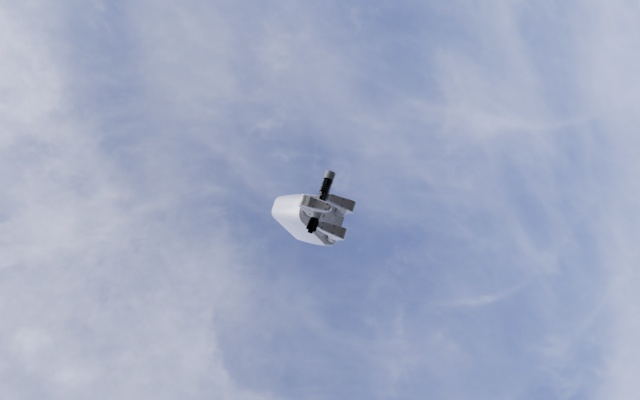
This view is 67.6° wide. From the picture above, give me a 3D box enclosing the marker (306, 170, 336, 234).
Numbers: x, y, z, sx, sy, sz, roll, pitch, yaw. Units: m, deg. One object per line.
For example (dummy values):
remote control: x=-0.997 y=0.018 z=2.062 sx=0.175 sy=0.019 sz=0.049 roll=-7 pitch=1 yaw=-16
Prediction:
marker: x=0.000 y=0.003 z=0.873 sx=0.020 sy=0.121 sz=0.020 roll=18 pitch=-13 yaw=4
